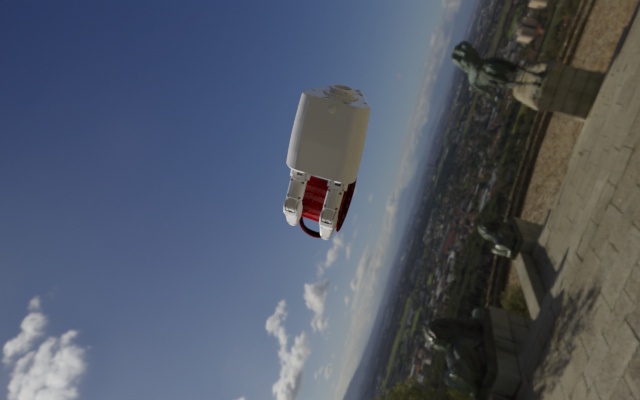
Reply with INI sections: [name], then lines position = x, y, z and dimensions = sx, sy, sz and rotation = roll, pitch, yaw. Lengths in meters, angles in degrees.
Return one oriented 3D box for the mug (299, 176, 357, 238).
[mug]
position = 0.000, 0.004, 0.733
dimensions = 0.081, 0.117, 0.093
rotation = 18, 24, 9
